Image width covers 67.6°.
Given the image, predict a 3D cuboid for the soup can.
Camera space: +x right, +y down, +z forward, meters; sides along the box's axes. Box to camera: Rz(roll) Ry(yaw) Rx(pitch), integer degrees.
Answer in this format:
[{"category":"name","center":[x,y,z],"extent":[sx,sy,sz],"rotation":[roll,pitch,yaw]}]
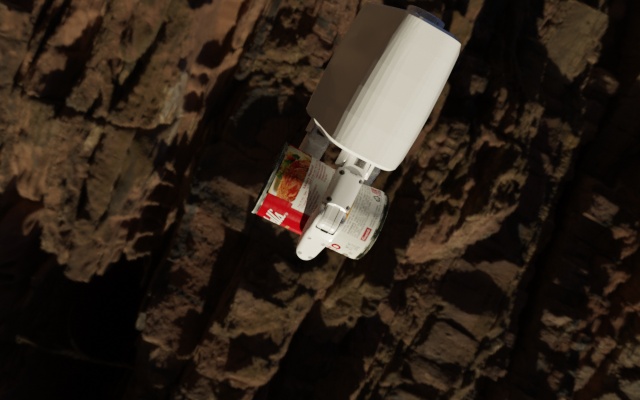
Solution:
[{"category":"soup can","center":[0.000,0.002,0.420],"extent":[0.102,0.068,0.068],"rotation":[26,-5,-9]}]
